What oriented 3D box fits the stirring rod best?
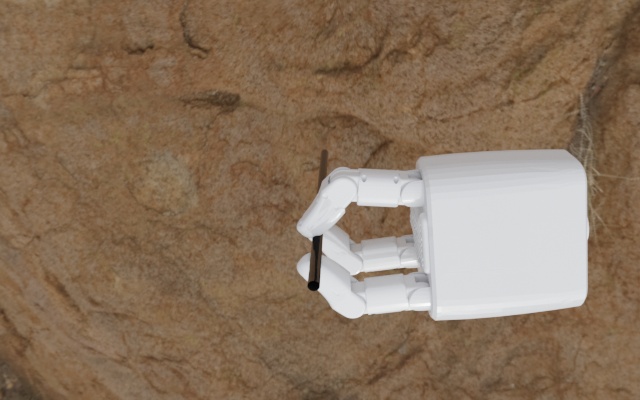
[{"bbox_3d":[0.000,0.001,0.411,0.011,0.011,0.239,0,26,2],"label":"stirring rod"}]
